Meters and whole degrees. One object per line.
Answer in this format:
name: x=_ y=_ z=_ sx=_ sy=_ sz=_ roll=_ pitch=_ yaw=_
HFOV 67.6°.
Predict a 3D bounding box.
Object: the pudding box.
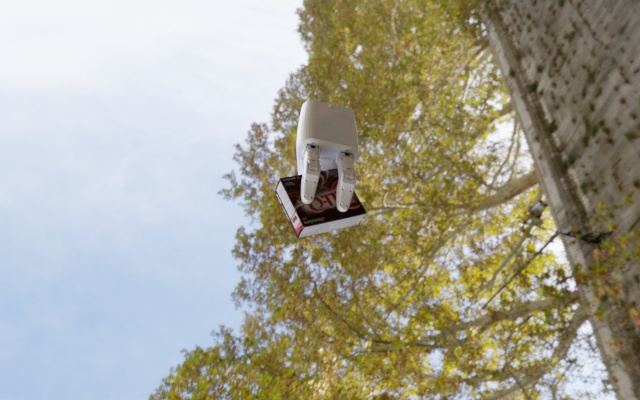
pudding box: x=0.000 y=0.002 z=0.718 sx=0.113 sy=0.090 sz=0.039 roll=-13 pitch=-31 yaw=-28
